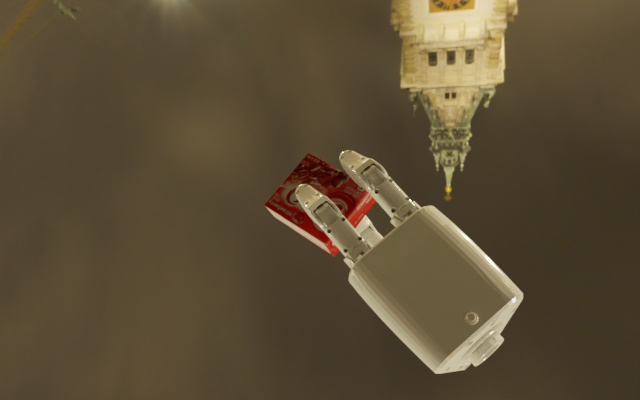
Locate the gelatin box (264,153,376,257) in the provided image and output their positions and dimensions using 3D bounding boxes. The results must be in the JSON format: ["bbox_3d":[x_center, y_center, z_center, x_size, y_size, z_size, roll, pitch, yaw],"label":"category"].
[{"bbox_3d":[0.000,0.002,0.476,0.089,0.073,0.030,31,-15,34],"label":"gelatin box"}]
